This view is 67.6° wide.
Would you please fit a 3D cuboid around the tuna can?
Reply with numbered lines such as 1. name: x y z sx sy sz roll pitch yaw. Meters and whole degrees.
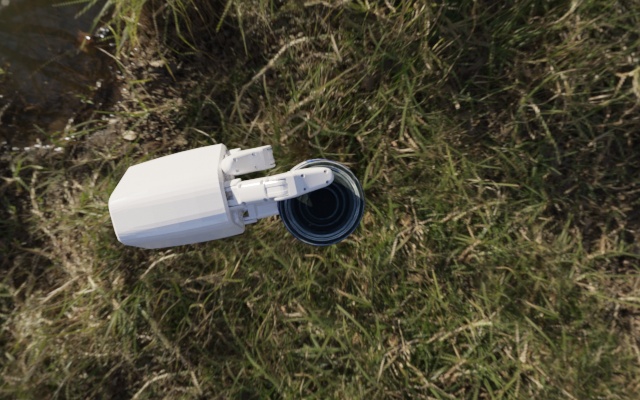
1. tuna can: 0.000 0.002 0.474 0.086 0.086 0.034 0 4 -7
